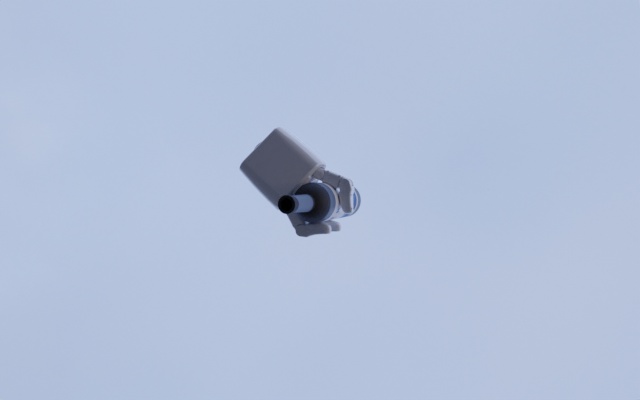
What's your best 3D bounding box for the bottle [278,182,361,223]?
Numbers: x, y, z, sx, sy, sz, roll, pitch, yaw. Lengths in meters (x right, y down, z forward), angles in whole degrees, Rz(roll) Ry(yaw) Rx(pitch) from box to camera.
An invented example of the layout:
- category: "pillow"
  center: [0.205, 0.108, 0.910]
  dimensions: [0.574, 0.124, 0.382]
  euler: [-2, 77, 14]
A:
- category: "bottle"
  center: [0.000, 0.003, 0.816]
  dimensions: [0.069, 0.069, 0.295]
  euler: [0, 1, 19]
